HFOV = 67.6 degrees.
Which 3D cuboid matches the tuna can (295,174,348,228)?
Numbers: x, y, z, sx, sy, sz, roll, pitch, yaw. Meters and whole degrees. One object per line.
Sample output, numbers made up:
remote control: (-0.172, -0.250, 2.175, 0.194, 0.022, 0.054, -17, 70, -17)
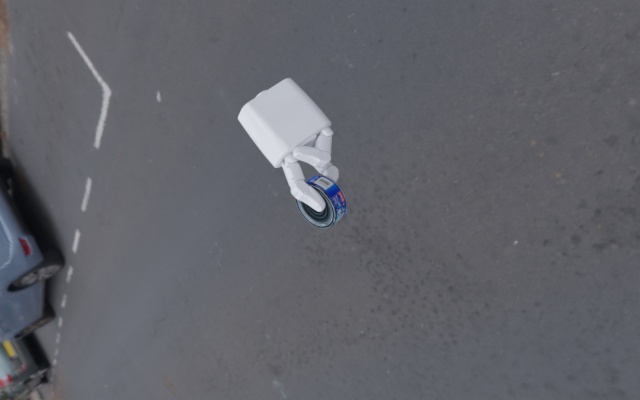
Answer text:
tuna can: (0.000, 0.003, 0.783, 0.086, 0.086, 0.033, 0, 29, 43)
